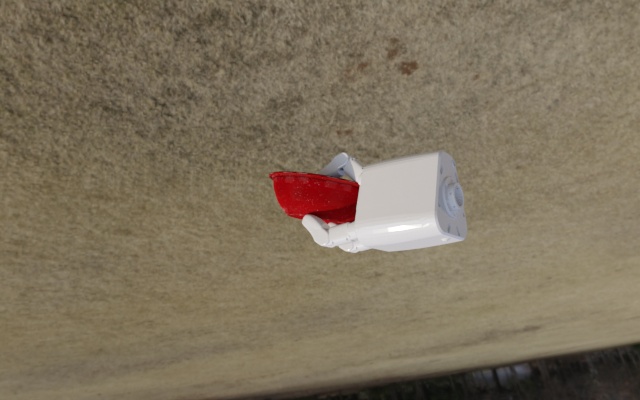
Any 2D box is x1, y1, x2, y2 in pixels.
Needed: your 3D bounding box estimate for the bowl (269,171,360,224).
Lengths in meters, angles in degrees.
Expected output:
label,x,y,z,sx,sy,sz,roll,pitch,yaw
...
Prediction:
label,x,y,z,sx,sy,sz,roll,pitch,yaw
bowl,-0.001,0.003,0.696,0.162,0.055,0.162,10,-6,1
